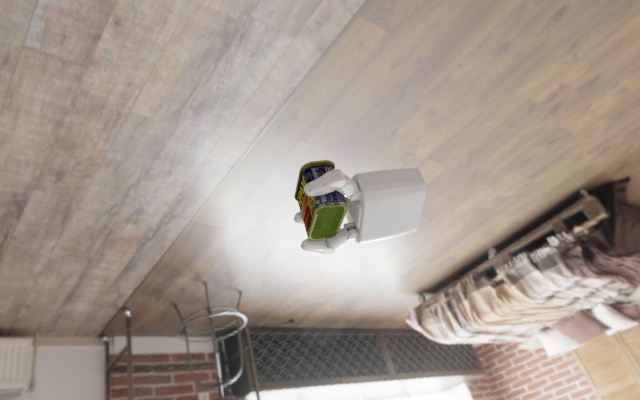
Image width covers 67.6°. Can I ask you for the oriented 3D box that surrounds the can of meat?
[{"bbox_3d":[0.000,0.003,0.742,0.057,0.084,0.102,-7,-34,-17],"label":"can of meat"}]
